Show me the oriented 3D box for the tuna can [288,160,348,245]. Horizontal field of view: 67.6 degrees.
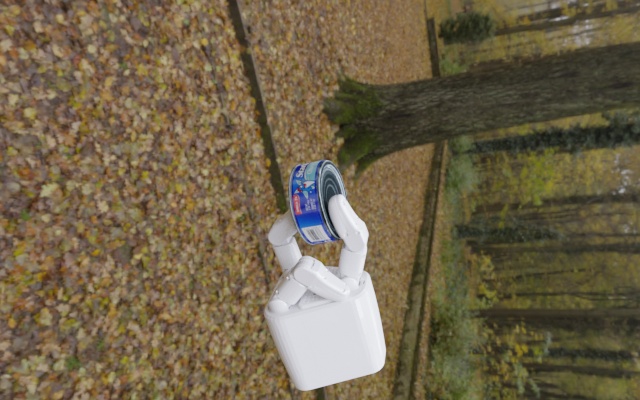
[{"bbox_3d":[0.001,0.001,0.496,0.034,0.086,0.086,-10,-4,21],"label":"tuna can"}]
